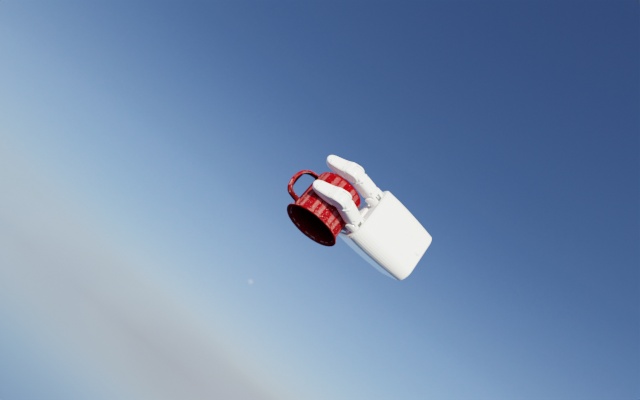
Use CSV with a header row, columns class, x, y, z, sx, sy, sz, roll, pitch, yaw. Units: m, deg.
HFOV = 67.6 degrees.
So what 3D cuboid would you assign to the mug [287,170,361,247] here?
class,x,y,z,sx,sy,sz,roll,pitch,yaw
mug,-0.001,0.001,0.738,0.117,0.081,0.093,44,-25,-9
